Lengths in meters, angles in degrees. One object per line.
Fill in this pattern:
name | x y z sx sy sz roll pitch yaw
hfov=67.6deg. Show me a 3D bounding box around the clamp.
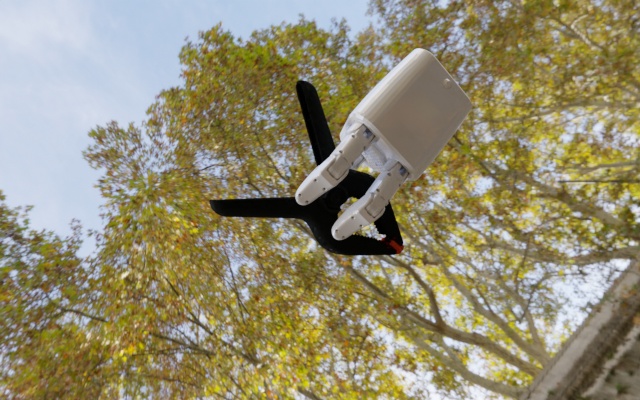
clamp | 0.000 0.002 0.511 0.210 0.164 0.036 44 -9 -16
